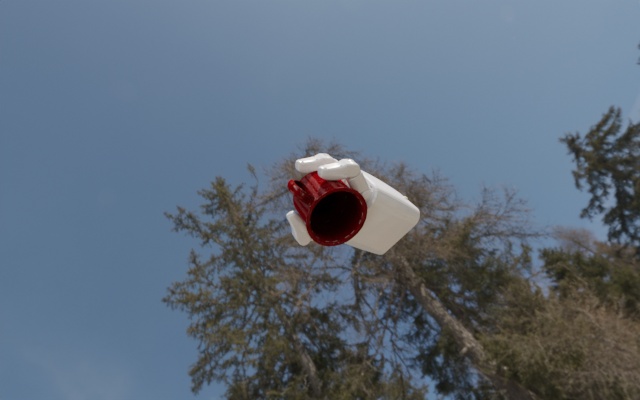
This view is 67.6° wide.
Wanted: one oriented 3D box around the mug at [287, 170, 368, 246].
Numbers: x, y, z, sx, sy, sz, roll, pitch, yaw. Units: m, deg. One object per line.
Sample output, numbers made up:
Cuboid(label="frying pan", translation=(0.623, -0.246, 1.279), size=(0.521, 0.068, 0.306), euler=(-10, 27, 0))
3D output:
Cuboid(label="mug", translation=(-0.001, 0.002, 0.690), size=(0.117, 0.093, 0.081), euler=(25, 14, -33))
